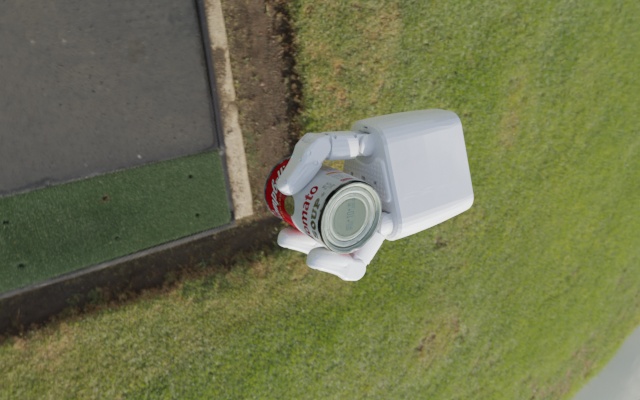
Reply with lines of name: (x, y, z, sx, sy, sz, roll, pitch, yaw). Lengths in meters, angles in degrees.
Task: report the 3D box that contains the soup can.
soup can: (0.000, 0.002, 0.446, 0.068, 0.068, 0.102, 0, 17, -35)
